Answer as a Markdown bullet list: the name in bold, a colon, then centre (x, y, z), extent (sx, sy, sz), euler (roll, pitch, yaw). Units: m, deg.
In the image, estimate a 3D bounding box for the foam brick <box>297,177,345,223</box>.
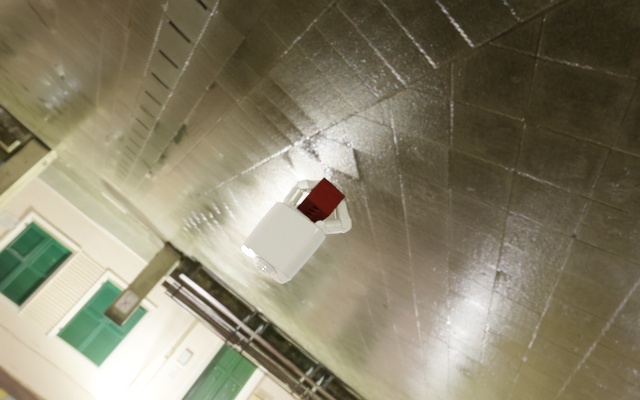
- **foam brick**: centre (0.000, 0.003, 0.860), extent (0.053, 0.051, 0.078), euler (41, -22, -2)
